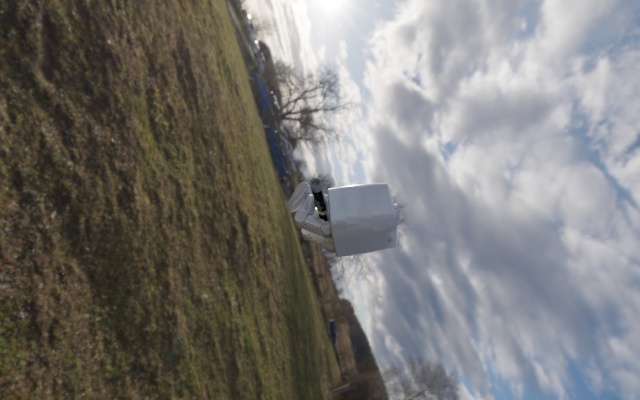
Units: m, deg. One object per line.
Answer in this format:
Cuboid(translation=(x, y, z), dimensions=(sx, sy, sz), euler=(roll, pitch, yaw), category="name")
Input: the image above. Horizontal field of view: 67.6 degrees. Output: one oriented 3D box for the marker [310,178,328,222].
Cuboid(translation=(0.000, 0.003, 0.798), dimensions=(0.020, 0.020, 0.121), euler=(0, -31, 9), category="marker")
